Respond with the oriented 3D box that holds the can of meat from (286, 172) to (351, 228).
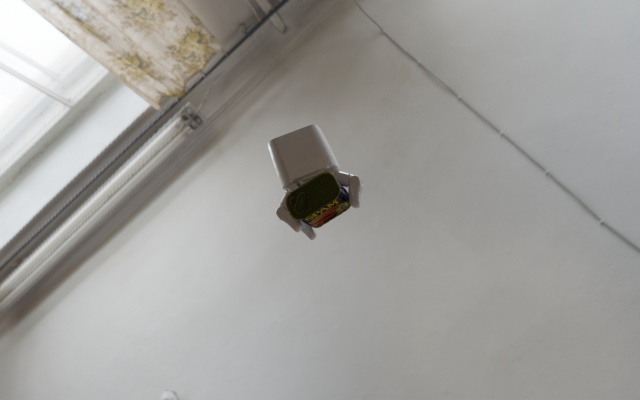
[{"bbox_3d":[0.000,0.003,0.875,0.102,0.057,0.084,-32,-24,10],"label":"can of meat"}]
